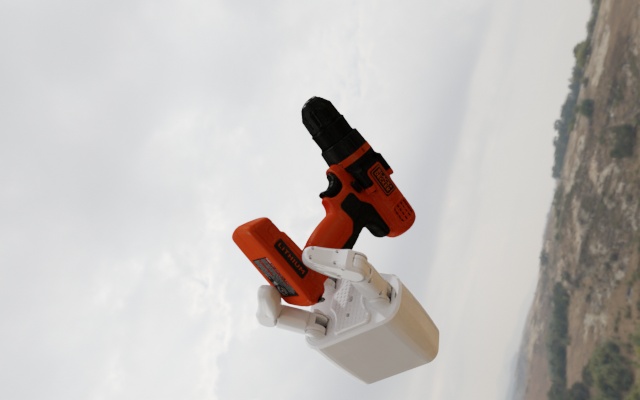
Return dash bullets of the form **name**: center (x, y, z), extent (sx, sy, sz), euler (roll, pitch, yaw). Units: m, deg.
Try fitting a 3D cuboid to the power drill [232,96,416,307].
- **power drill**: center (0.000, 0.002, 0.501), extent (0.187, 0.184, 0.057), euler (-43, 9, -30)
